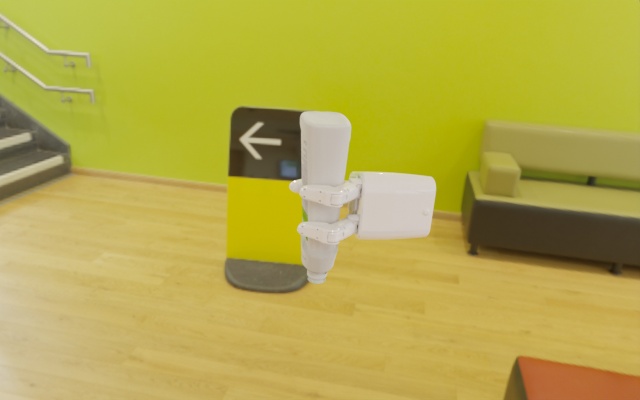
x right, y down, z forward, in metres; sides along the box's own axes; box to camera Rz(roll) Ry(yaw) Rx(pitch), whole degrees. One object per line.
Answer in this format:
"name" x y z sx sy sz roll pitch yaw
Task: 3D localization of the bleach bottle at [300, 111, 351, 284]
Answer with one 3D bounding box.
"bleach bottle" 0.000 0.002 0.705 0.068 0.251 0.102 1 21 -8
